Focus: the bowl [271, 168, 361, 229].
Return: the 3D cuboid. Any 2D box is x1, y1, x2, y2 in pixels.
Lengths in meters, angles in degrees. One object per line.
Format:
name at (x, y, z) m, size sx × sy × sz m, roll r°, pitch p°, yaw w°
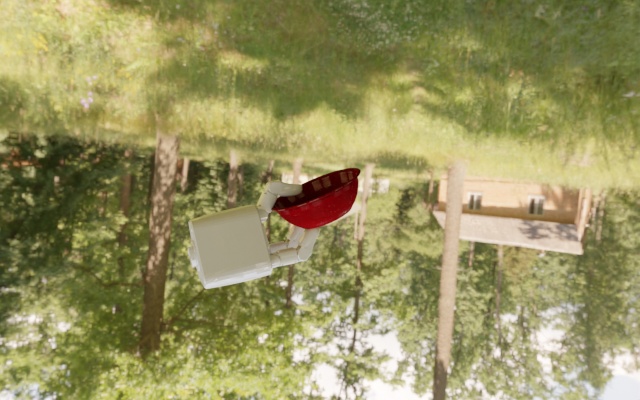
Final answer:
bowl at (0.002, 0.002, 0.792) m, size 0.162 × 0.055 × 0.162 m, roll -22°, pitch 13°, yaw 6°
